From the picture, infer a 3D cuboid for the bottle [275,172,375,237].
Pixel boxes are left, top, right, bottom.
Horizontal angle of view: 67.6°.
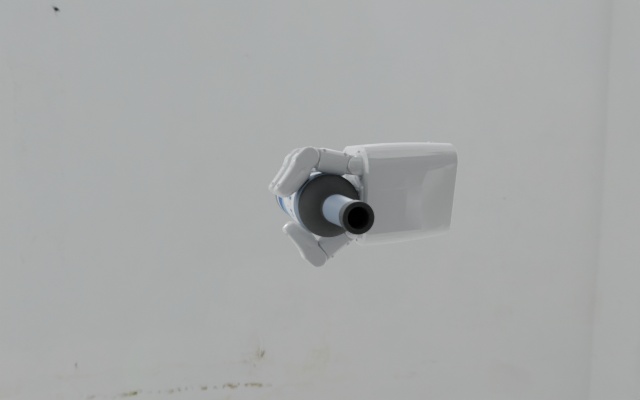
[{"bbox_3d":[0.000,0.002,0.527,0.069,0.069,0.295,0,5,-12],"label":"bottle"}]
